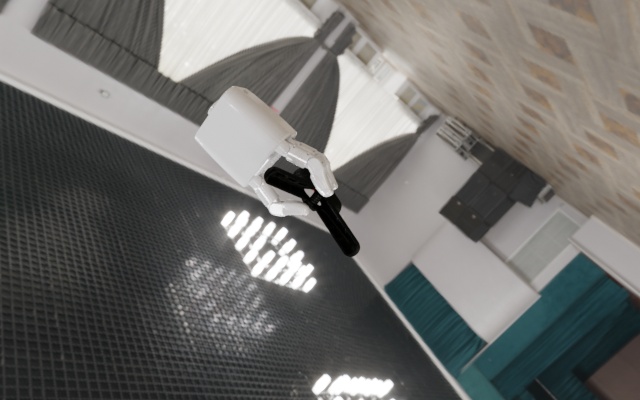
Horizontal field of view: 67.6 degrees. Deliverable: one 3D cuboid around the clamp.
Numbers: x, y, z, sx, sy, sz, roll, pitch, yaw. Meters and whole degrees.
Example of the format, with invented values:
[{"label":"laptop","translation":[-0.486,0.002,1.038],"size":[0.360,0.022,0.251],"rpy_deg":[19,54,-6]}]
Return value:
[{"label":"clamp","translation":[-0.001,0.003,0.716],"size":[0.036,0.164,0.210],"rpy_deg":[-44,2,12]}]
